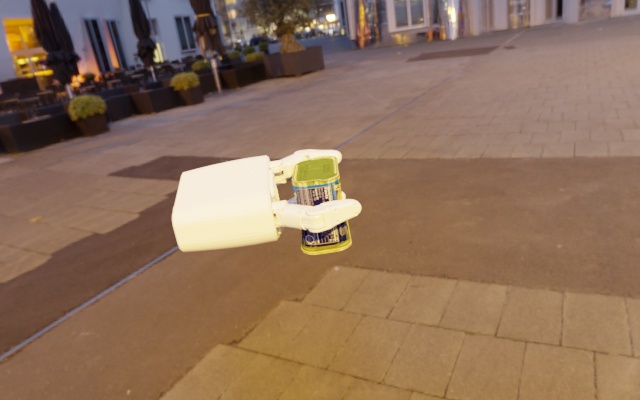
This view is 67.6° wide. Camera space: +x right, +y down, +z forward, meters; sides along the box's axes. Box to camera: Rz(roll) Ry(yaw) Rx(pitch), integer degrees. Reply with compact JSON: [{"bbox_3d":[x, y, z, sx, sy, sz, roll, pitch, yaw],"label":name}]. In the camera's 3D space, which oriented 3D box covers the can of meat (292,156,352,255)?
[{"bbox_3d":[0.000,0.002,0.552,0.057,0.084,0.102,-8,19,2],"label":"can of meat"}]
